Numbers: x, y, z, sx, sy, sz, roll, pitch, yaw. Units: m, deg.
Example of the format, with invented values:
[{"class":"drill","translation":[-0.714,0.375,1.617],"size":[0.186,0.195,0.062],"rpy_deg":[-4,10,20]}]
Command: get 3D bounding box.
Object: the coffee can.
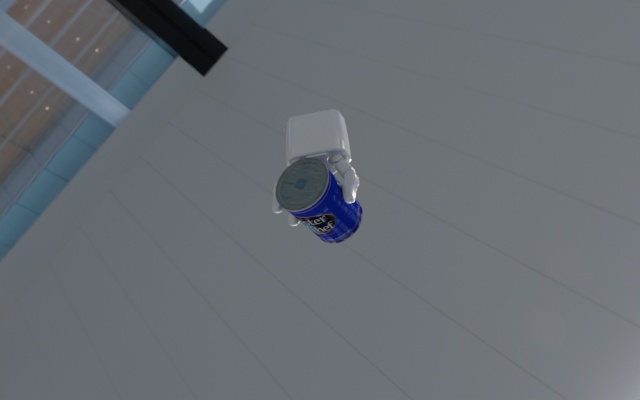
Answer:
[{"class":"coffee can","translation":[0.000,0.003,0.854],"size":[0.103,0.102,0.140],"rpy_deg":[0,-28,33]}]
